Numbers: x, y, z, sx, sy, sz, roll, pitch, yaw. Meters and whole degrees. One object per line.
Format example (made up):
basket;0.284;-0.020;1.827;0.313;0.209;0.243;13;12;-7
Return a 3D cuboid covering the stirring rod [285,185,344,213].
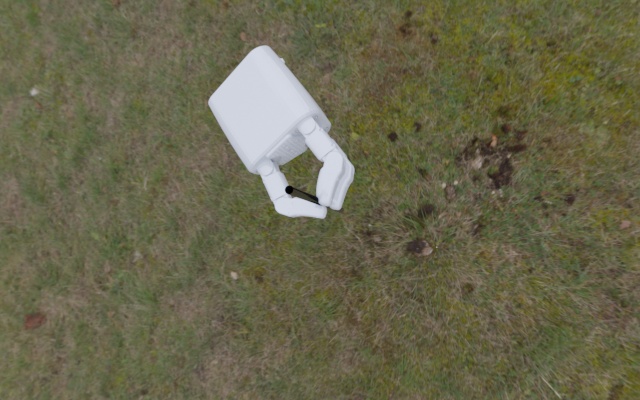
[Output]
stirring rod;0.000;0.002;0.544;0.011;0.011;0.239;0;-5;14
